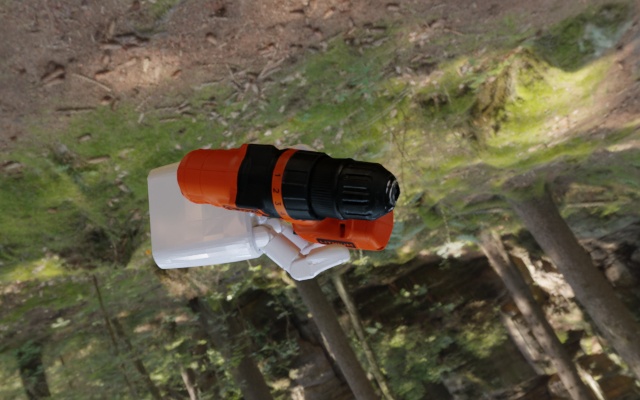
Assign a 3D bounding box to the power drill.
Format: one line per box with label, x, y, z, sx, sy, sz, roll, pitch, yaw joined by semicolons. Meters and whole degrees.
power drill;0.000;0.001;0.415;0.184;0.057;0.188;8;-11;28
